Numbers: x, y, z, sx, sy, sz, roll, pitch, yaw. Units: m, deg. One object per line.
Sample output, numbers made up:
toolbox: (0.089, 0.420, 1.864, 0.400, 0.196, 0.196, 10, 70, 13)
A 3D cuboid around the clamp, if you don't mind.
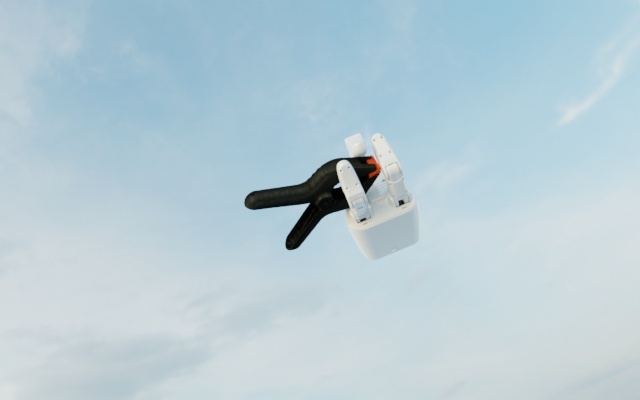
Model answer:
clamp: (0.000, 0.001, 0.617, 0.171, 0.039, 0.120, -22, -37, 2)
